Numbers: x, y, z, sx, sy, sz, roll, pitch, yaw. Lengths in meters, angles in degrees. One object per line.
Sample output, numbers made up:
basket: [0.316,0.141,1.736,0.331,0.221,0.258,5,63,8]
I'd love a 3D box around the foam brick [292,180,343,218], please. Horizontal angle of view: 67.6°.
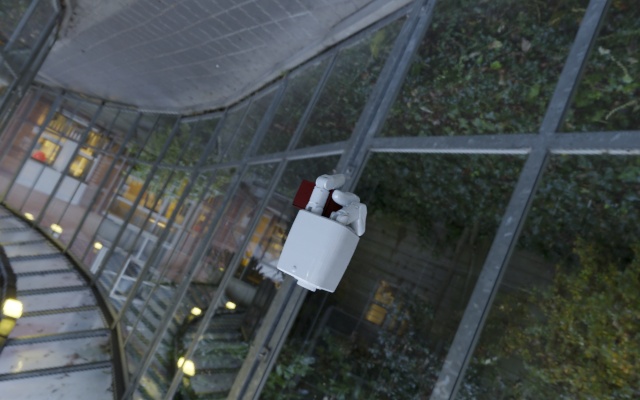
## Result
foam brick: [0.000,0.003,0.838,0.078,0.051,0.053,18,-8,39]
